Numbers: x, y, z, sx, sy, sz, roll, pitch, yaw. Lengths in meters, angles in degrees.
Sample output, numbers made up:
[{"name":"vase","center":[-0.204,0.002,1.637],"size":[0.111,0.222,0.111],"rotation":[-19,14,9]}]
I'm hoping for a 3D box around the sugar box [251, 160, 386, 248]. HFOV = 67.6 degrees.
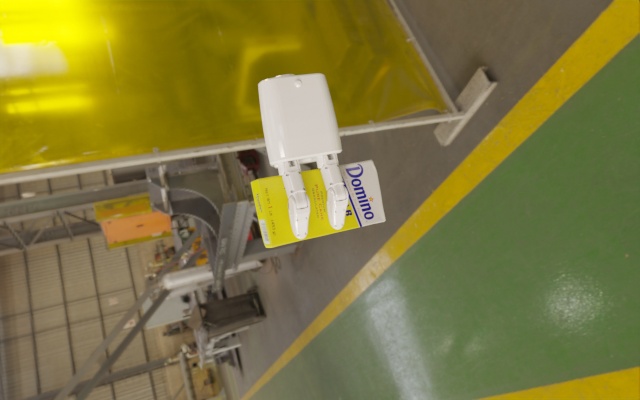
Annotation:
[{"name":"sugar box","center":[0.000,0.002,0.663],"size":[0.176,0.093,0.048],"rotation":[-12,2,-21]}]
